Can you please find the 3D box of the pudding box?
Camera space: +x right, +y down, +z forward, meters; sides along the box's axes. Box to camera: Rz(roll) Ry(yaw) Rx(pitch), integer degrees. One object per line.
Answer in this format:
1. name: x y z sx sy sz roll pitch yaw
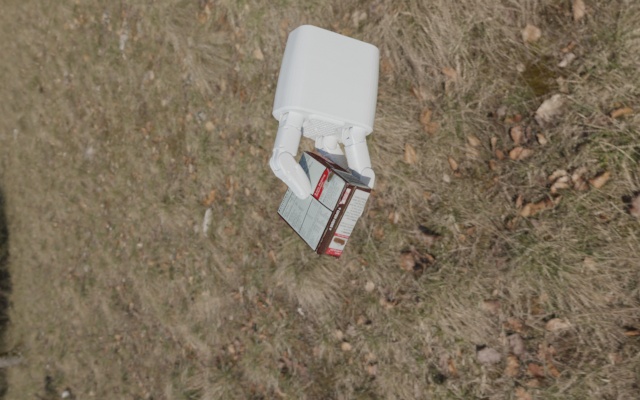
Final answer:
1. pudding box: 0.000 0.002 0.559 0.039 0.090 0.113 15 15 -33
